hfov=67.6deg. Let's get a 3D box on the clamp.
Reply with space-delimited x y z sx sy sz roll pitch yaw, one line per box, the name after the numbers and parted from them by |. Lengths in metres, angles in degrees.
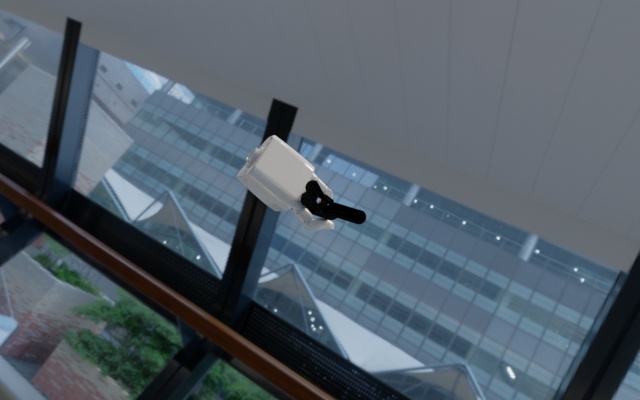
0.000 0.002 0.874 0.120 0.039 0.171 41 -18 -19 | clamp
